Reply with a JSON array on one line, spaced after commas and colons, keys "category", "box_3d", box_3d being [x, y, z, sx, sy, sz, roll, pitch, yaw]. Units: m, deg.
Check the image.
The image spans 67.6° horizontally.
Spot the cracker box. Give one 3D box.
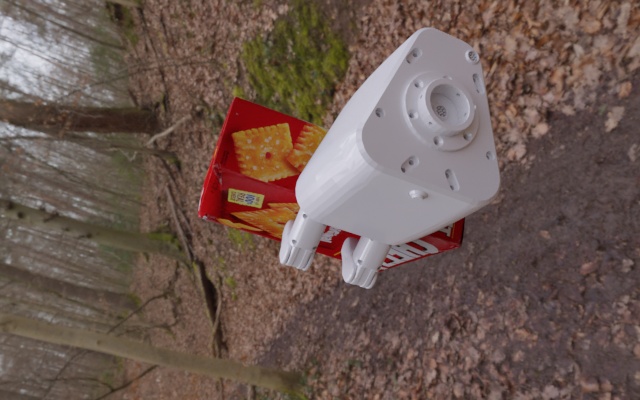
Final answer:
[{"category": "cracker box", "box_3d": [0.000, 0.001, 0.449, 0.214, 0.072, 0.164, 19, -20, -14]}]
